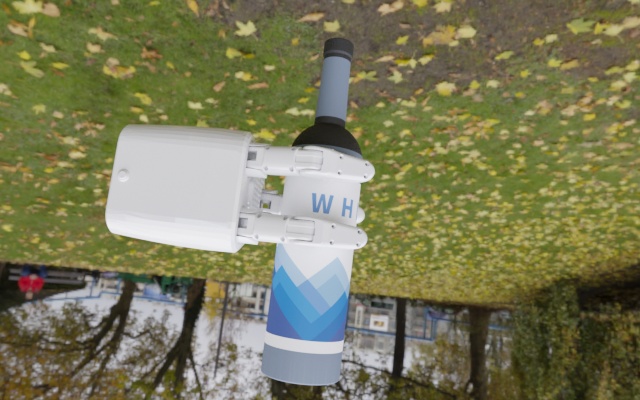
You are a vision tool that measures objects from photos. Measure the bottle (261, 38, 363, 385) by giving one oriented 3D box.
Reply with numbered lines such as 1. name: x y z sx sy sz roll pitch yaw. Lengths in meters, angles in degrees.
1. bottle: 0.000 0.002 0.420 0.069 0.295 0.069 7 -7 1
